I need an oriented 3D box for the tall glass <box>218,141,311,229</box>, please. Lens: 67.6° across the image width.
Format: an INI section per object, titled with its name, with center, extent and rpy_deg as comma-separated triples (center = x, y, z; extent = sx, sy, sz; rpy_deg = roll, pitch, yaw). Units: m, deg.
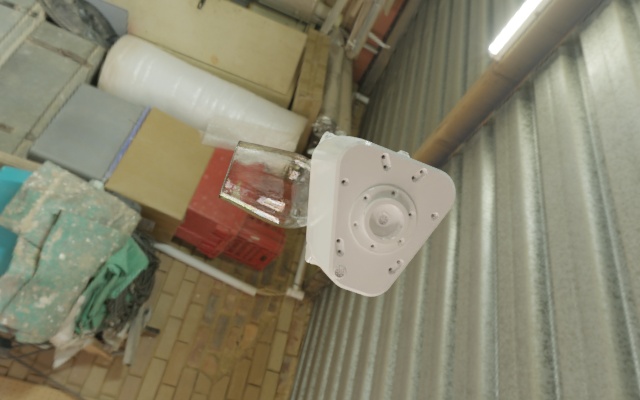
[tall glass]
center = 0.001, 0.002, 0.497
extent = 0.201, 0.079, 0.079
rpy_deg = 20, -4, -10
